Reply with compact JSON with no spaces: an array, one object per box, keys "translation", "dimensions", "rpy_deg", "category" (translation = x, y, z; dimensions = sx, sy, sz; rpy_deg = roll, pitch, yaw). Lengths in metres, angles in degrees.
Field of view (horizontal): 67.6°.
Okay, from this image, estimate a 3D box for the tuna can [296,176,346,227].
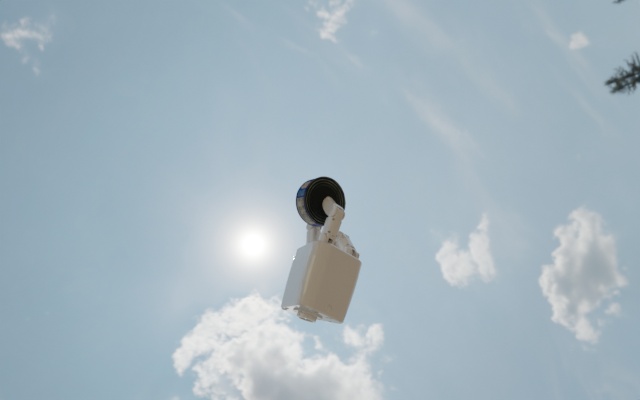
[{"translation":[0.000,0.003,0.830],"dimensions":[0.086,0.086,0.034],"rpy_deg":[0,-6,-35],"category":"tuna can"}]
